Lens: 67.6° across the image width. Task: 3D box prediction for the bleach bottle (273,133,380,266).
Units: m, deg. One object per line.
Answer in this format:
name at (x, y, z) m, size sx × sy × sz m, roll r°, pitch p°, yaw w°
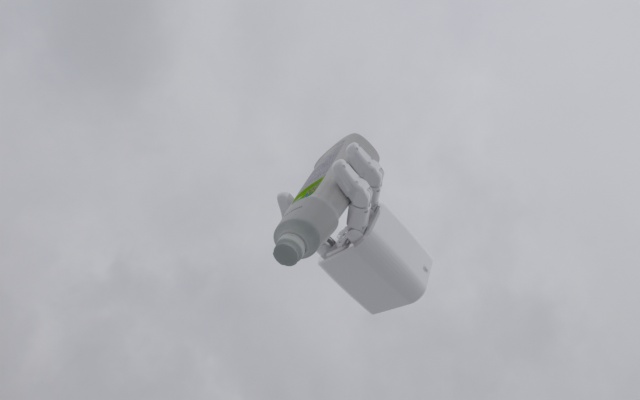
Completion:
bleach bottle at (0.000, 0.002, 0.595) m, size 0.103 × 0.068 × 0.250 m, roll -40°, pitch 8°, yaw 34°
